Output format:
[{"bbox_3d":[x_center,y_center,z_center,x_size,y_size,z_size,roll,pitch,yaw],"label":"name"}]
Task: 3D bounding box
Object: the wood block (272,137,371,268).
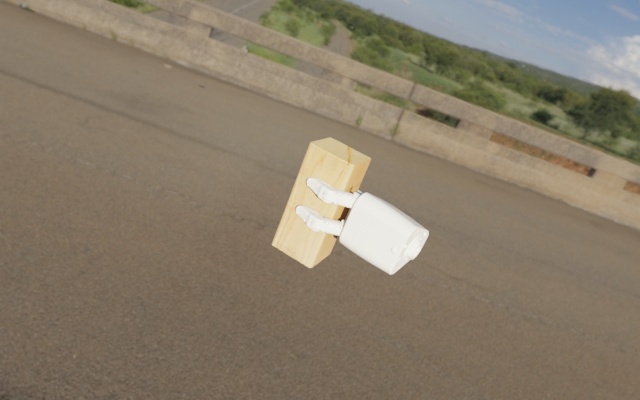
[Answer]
[{"bbox_3d":[0.001,0.003,0.855,0.090,0.206,0.091,29,22,17],"label":"wood block"}]
